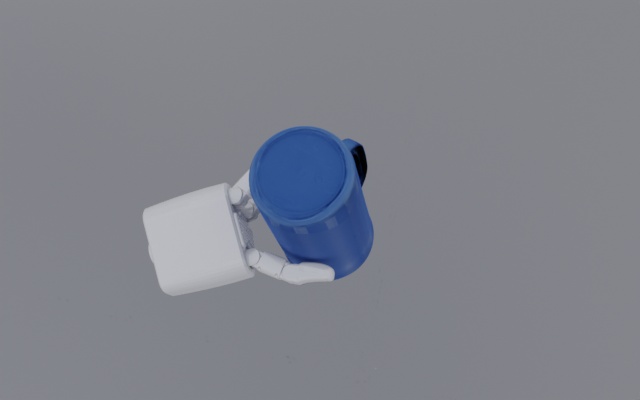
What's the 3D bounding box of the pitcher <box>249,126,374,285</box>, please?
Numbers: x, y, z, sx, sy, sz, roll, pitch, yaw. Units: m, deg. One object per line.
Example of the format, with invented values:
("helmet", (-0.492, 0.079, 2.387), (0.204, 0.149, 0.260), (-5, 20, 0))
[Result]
("pitcher", (0.000, 0.002, 0.577), (0.145, 0.149, 0.243), (-14, -20, 2))
